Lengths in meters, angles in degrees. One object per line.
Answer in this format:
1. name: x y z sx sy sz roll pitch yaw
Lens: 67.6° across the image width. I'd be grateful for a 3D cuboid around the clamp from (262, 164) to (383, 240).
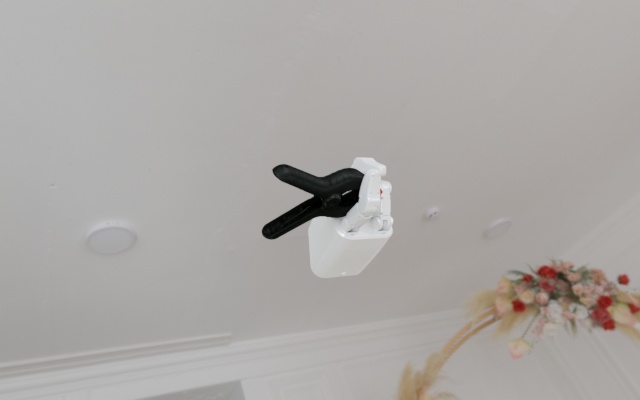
1. clamp: 0.000 0.002 0.638 0.171 0.039 0.120 0 -42 -30
